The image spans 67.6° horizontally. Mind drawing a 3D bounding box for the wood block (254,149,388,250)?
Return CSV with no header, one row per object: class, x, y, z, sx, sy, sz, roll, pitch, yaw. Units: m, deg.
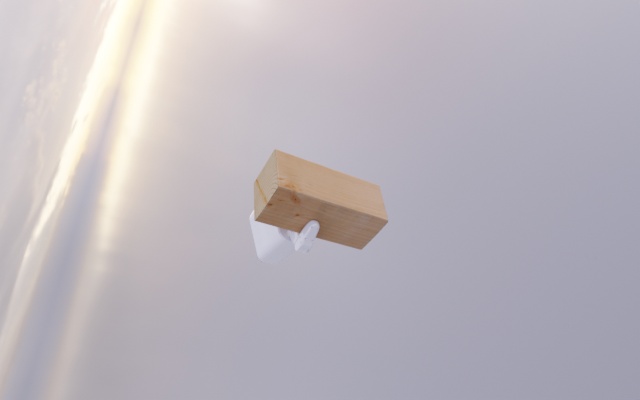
wood block,0.000,0.003,0.808,0.206,0.090,0.090,17,-48,-25
